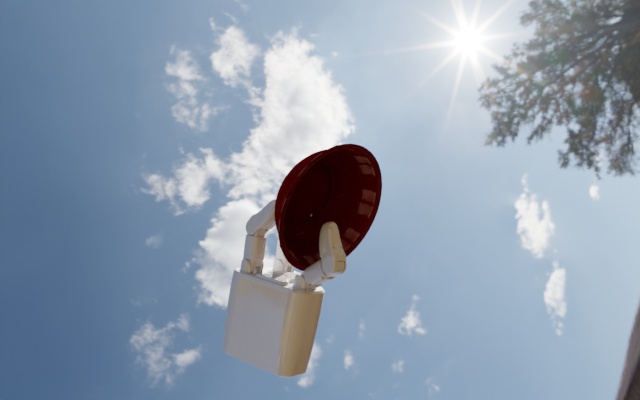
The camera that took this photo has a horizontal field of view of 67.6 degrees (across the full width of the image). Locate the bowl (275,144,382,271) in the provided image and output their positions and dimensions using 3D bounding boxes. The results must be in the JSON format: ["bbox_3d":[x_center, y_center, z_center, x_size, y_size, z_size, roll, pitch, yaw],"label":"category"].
[{"bbox_3d":[0.000,0.001,0.573,0.162,0.162,0.055,0,22,-45],"label":"bowl"}]
